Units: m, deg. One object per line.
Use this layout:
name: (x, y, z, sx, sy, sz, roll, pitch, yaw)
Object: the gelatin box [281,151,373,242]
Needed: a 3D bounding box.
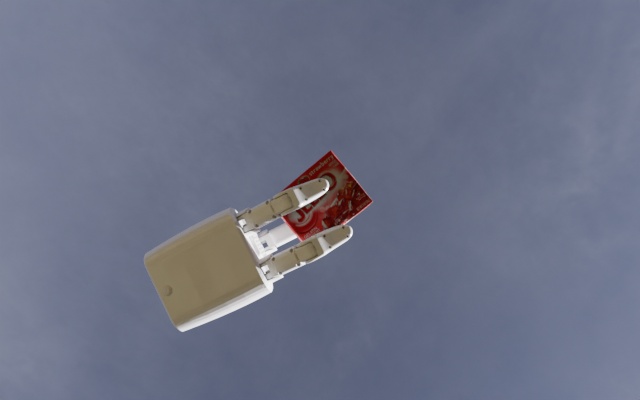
gelatin box: (0.000, 0.002, 0.524, 0.089, 0.073, 0.030, -39, -2, -6)
